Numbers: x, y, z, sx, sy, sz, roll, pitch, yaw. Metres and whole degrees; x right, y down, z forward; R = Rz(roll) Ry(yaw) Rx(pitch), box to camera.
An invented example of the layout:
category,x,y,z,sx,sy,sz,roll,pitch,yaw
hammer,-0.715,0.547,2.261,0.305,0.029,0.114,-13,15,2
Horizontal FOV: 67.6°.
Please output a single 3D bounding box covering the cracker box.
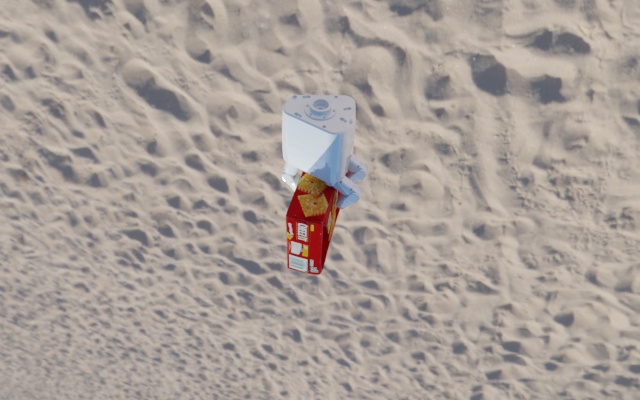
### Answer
category,x,y,z,sx,sy,sz,roll,pitch,yaw
cracker box,0.000,0.003,0.867,0.072,0.213,0.164,13,-38,8
